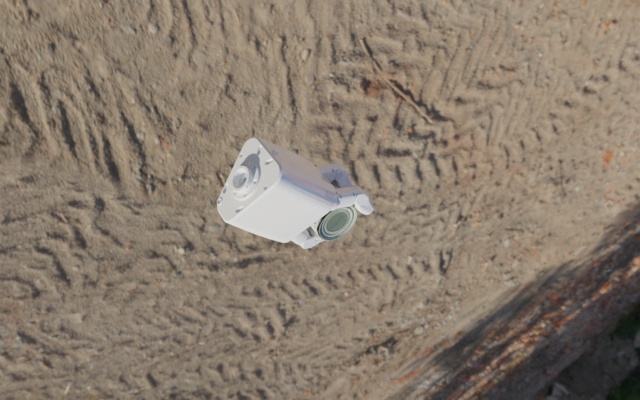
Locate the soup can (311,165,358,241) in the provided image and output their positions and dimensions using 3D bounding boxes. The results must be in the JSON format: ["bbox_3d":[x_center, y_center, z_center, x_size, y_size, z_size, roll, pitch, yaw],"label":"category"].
[{"bbox_3d":[0.000,0.003,0.705,0.068,0.068,0.102,0,36,-39],"label":"soup can"}]
